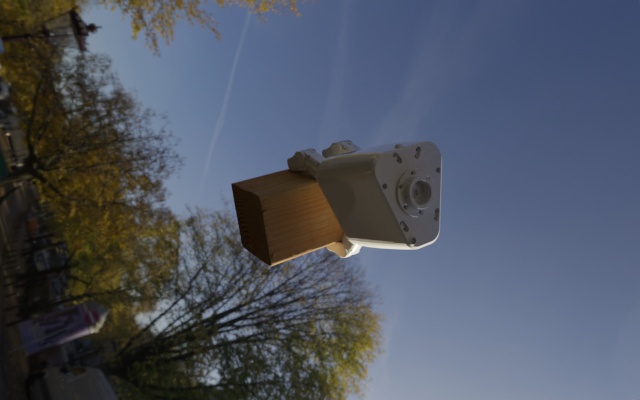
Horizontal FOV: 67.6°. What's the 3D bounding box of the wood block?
[{"bbox_3d":[0.000,0.002,0.630,0.206,0.091,0.090,-17,20,-28],"label":"wood block"}]
